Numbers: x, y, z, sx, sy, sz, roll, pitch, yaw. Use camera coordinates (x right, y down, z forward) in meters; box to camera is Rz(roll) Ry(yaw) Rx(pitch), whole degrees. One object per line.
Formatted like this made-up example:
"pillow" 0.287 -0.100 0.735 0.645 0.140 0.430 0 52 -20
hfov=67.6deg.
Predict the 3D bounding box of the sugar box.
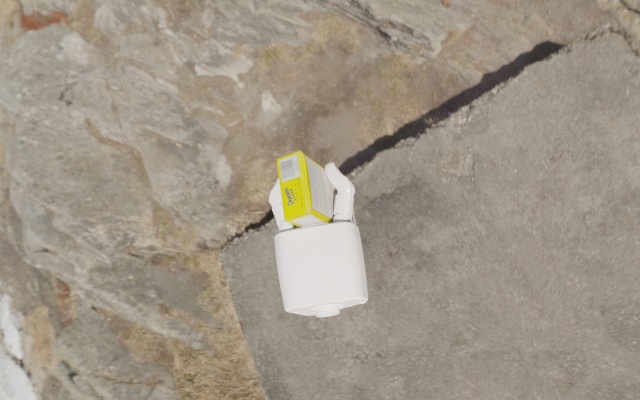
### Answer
"sugar box" 0.000 0.003 0.703 0.048 0.093 0.176 -16 -23 19
